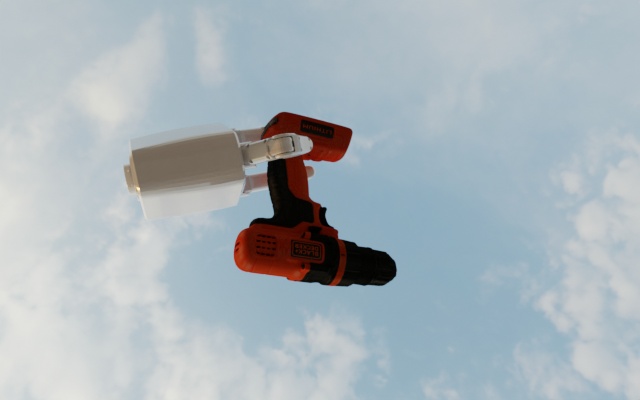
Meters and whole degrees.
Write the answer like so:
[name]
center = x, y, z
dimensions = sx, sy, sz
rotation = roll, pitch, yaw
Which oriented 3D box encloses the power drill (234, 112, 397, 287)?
[power drill]
center = 0.000, 0.001, 0.534
dimensions = 0.184, 0.187, 0.057
rotation = 12, -28, -24
